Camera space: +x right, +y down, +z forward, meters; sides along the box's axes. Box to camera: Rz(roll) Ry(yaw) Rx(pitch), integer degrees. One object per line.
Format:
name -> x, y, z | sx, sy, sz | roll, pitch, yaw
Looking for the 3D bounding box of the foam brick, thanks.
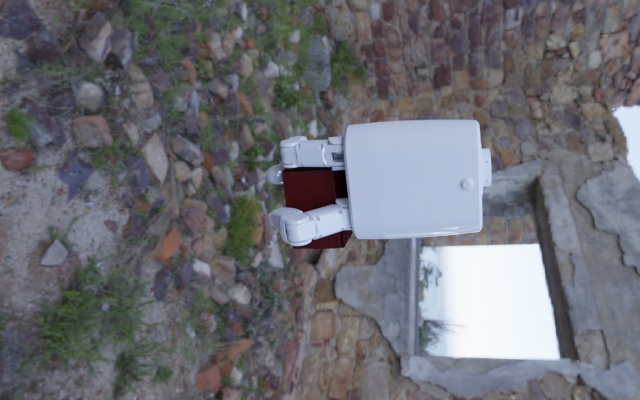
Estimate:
foam brick -> 0.000, 0.002, 0.451 | 0.051, 0.078, 0.053 | -2, 18, 16
